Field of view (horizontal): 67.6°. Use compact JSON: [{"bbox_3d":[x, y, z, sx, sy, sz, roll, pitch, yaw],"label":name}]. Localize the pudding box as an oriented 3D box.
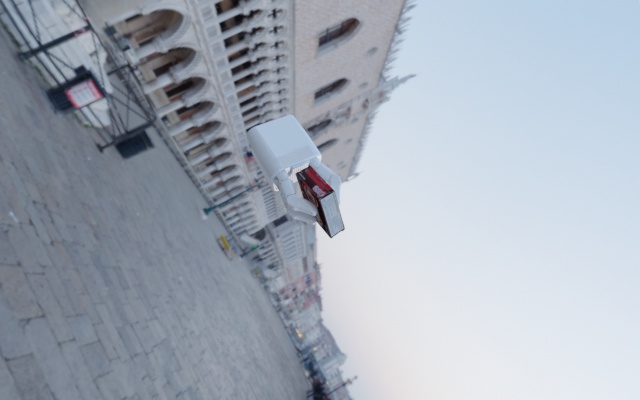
[{"bbox_3d":[0.000,0.003,0.889,0.039,0.114,0.090,-31,47,-11],"label":"pudding box"}]
